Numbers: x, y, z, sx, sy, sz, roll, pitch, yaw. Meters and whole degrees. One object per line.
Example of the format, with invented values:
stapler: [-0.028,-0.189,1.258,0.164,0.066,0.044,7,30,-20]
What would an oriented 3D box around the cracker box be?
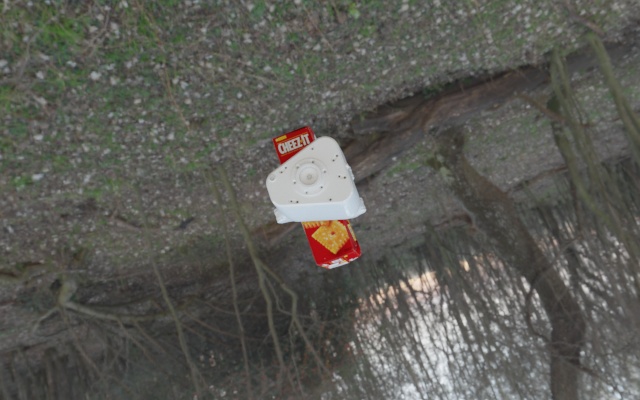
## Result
cracker box: [0.000,0.003,0.804,0.072,0.213,0.164,-20,-12,4]
